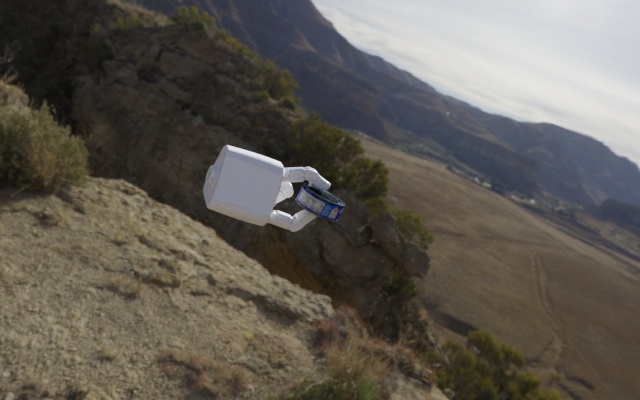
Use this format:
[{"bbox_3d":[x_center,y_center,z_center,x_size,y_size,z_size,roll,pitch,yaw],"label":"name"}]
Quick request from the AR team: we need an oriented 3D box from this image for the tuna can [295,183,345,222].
[{"bbox_3d":[0.000,0.002,0.862,0.086,0.034,0.086,26,12,-6],"label":"tuna can"}]
